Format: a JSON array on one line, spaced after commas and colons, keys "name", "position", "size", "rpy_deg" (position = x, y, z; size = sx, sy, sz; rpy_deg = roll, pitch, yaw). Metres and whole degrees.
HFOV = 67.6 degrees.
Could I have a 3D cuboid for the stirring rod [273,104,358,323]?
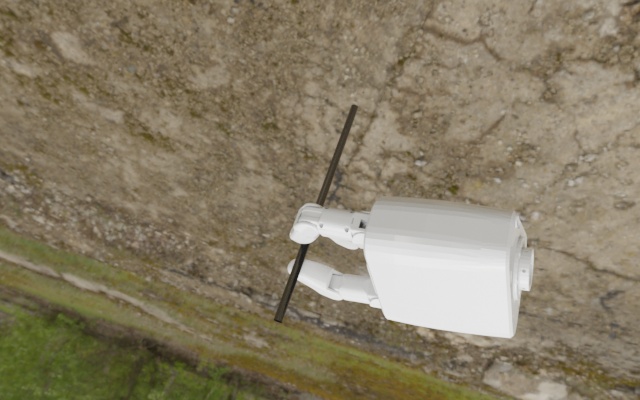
[{"name": "stirring rod", "position": [0.000, 0.001, 0.461], "size": [0.011, 0.239, 0.011], "rpy_deg": [16, -26, 8]}]
